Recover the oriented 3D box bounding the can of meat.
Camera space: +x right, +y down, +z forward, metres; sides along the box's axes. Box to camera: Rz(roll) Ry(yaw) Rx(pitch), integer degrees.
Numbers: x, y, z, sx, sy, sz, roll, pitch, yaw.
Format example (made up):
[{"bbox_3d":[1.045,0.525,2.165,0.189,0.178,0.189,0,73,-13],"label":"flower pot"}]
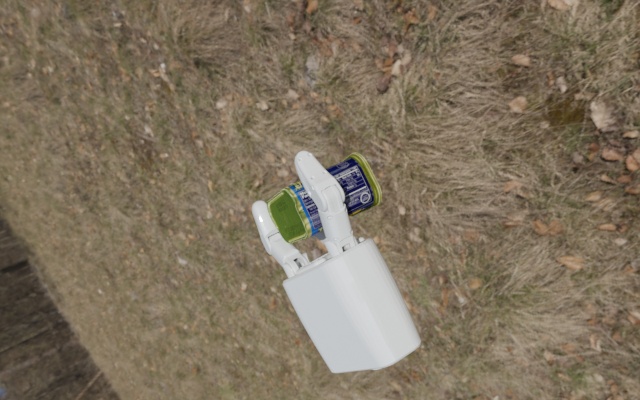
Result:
[{"bbox_3d":[0.000,0.002,0.483,0.084,0.057,0.102,-26,-2,-21],"label":"can of meat"}]
